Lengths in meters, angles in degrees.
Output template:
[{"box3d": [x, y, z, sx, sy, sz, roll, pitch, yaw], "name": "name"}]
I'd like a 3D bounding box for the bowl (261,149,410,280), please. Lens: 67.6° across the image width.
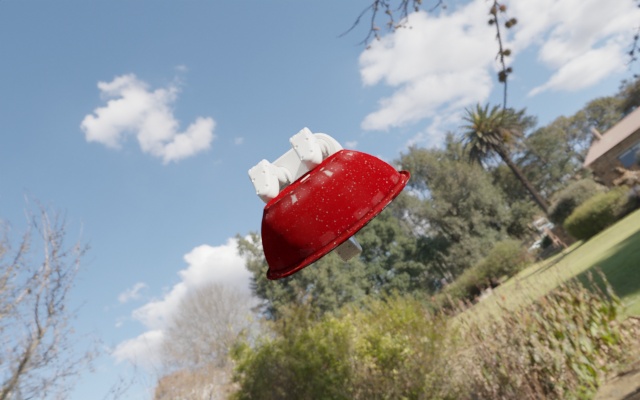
[{"box3d": [0.000, 0.001, 0.438, 0.162, 0.055, 0.162, -36, 7, 5], "name": "bowl"}]
